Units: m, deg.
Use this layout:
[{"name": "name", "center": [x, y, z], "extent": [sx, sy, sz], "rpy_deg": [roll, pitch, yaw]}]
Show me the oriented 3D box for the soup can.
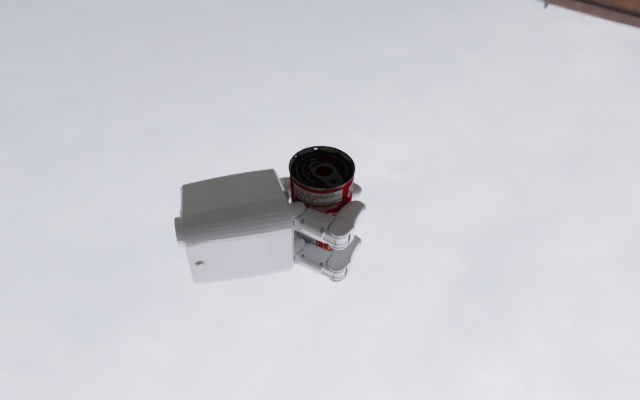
[{"name": "soup can", "center": [0.001, 0.002, 0.516], "extent": [0.068, 0.102, 0.068], "rpy_deg": [1, 44, -1]}]
